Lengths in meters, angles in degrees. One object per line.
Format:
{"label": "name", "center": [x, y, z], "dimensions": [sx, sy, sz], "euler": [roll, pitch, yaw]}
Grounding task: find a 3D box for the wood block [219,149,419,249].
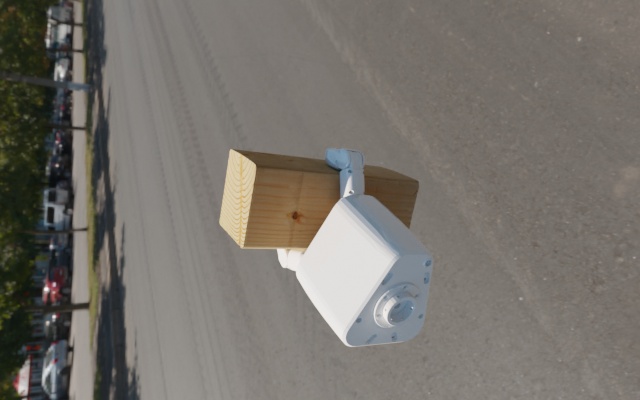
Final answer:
{"label": "wood block", "center": [0.000, 0.002, 0.557], "dimensions": [0.206, 0.091, 0.090], "euler": [4, 14, -29]}
